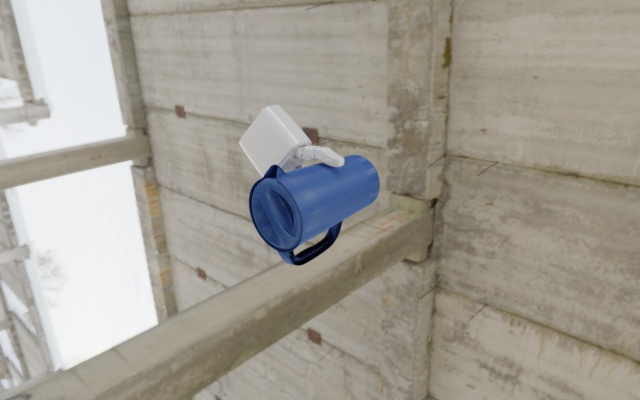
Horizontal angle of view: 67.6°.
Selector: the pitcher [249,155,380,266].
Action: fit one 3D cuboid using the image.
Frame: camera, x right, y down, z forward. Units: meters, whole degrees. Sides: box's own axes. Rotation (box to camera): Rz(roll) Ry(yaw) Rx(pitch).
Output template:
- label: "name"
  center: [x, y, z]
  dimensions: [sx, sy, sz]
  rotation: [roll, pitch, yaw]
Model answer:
- label: "pitcher"
  center: [0.000, 0.003, 0.881]
  dimensions: [0.243, 0.145, 0.149]
  rotation: [-23, -25, -43]
